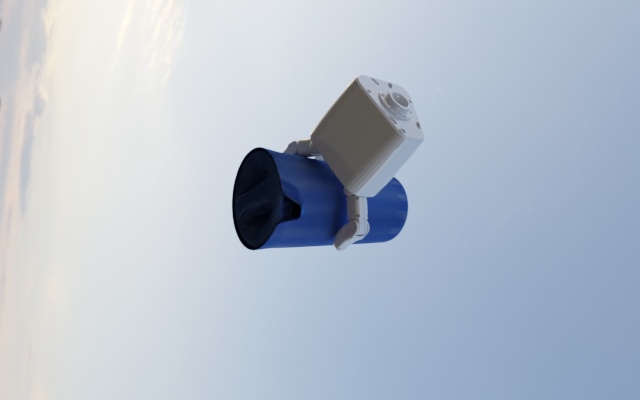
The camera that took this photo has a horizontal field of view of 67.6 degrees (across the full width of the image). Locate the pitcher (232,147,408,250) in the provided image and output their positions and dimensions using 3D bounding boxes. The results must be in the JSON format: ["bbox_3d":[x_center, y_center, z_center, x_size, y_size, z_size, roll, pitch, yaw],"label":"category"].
[{"bbox_3d":[0.000,0.002,0.690,0.243,0.149,0.145,5,-39,-36],"label":"pitcher"}]
